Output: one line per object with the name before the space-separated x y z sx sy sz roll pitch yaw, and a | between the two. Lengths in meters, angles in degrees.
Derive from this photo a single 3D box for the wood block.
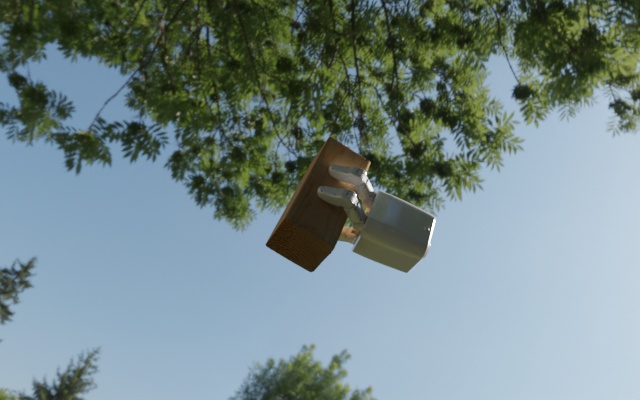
wood block | 0.000 0.003 0.798 0.090 0.206 0.091 31 -42 -5
